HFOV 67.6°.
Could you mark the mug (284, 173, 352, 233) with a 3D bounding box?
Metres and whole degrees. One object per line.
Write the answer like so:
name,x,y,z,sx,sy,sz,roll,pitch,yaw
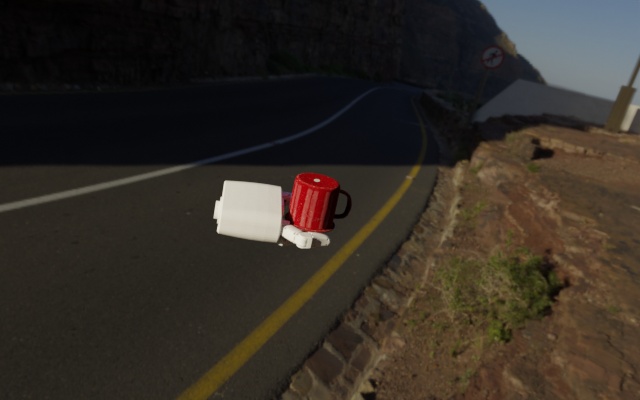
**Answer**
mug,0.002,0.003,0.854,0.117,0.081,0.093,7,21,-13
